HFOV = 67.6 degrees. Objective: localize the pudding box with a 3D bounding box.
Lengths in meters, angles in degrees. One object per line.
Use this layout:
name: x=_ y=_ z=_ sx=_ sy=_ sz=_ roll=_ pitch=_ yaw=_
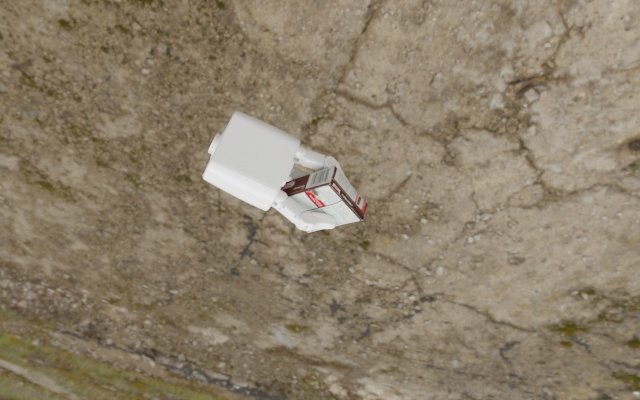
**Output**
pudding box: x=0.000 y=0.002 z=0.726 sx=0.113 sy=0.039 sz=0.090 roll=-15 pitch=-48 yaw=38
